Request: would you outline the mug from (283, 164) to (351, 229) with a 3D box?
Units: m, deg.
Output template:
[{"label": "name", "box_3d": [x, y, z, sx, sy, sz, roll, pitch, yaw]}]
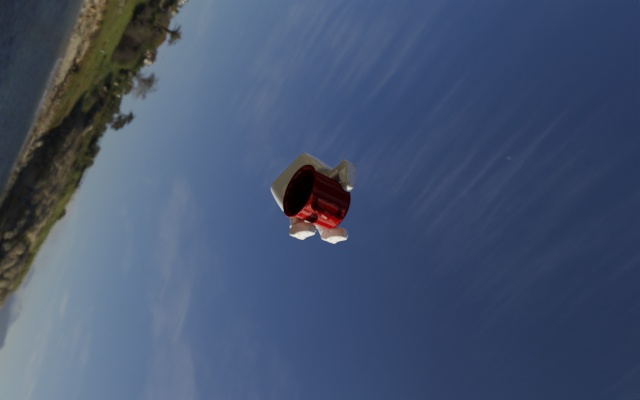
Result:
[{"label": "mug", "box_3d": [0.001, 0.003, 0.785, 0.081, 0.093, 0.117, 24, 12, -29]}]
